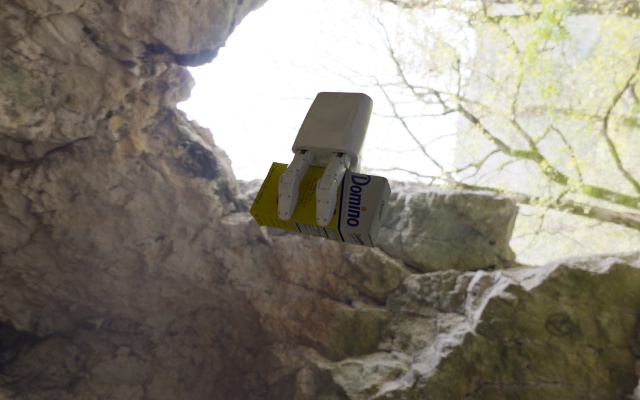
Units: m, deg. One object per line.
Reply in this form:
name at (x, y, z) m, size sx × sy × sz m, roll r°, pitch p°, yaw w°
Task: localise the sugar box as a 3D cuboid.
sugar box at (0.000, 0.002, 0.659) m, size 0.176 × 0.093 × 0.048 m, roll 7°, pitch -30°, yaw 24°
